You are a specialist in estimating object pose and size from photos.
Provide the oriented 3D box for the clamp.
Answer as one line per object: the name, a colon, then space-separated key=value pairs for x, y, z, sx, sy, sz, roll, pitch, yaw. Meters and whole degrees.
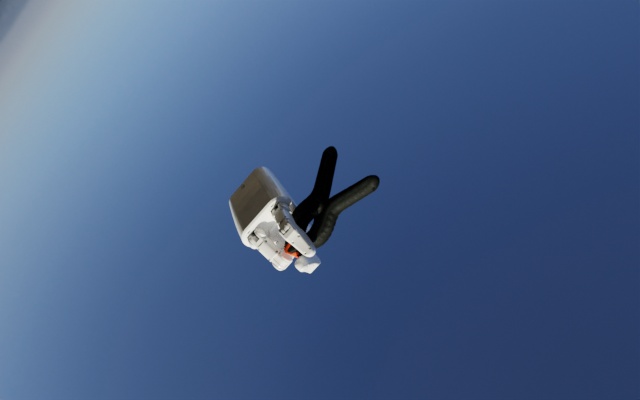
clamp: x=0.000 y=0.003 z=0.694 sx=0.039 sy=0.171 sz=0.120 roll=34 pitch=13 yaw=-38
